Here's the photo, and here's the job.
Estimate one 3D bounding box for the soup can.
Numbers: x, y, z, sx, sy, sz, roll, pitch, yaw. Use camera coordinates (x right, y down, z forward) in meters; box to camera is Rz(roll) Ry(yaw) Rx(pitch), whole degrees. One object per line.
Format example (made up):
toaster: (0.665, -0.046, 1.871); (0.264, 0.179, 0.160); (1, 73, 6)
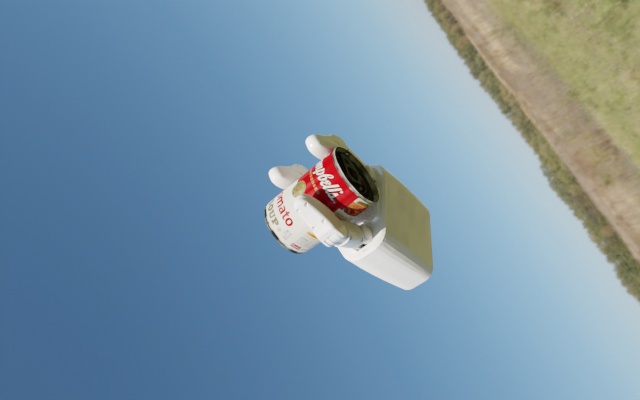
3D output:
soup can: (0.000, 0.002, 0.495); (0.102, 0.068, 0.068); (-37, -17, 24)
